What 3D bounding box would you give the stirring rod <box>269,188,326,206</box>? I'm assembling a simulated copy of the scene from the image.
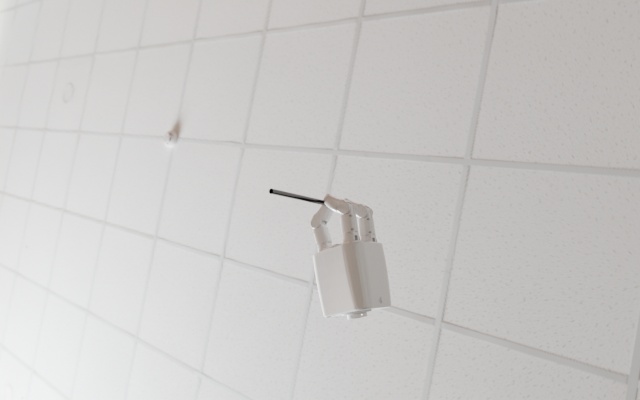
[{"bbox_3d":[0.000,0.003,0.786,0.011,0.011,0.239,0,-8,37],"label":"stirring rod"}]
